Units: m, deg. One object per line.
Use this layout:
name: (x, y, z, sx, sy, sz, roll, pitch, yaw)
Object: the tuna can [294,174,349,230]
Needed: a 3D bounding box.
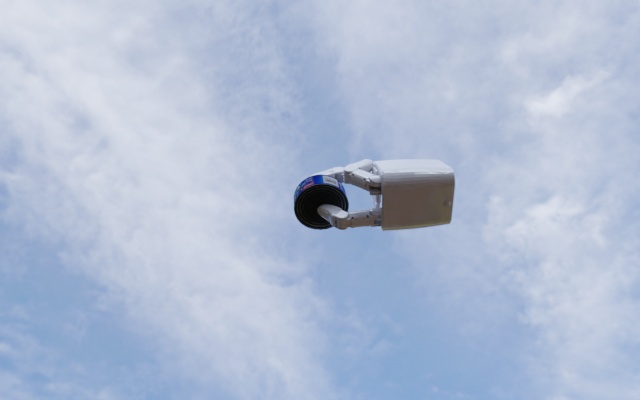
tuna can: (0.000, 0.002, 0.753, 0.086, 0.086, 0.033, 0, 33, -6)
